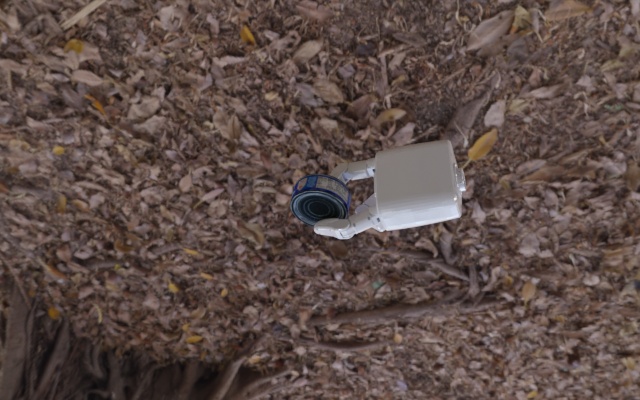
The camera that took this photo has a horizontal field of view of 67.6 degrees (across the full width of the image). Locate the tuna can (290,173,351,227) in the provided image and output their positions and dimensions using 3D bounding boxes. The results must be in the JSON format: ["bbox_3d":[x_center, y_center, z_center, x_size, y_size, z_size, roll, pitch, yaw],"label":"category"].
[{"bbox_3d":[0.000,0.003,0.692,0.086,0.033,0.086,8,-40,7],"label":"tuna can"}]
